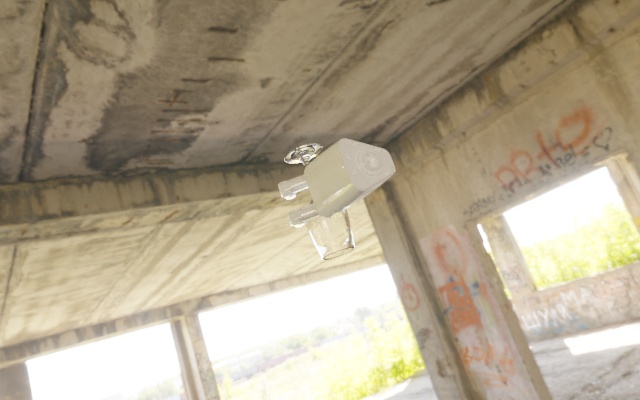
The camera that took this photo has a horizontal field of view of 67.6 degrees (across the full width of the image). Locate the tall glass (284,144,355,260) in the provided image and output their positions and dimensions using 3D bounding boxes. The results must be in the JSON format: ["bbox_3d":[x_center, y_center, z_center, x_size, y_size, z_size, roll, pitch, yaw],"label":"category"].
[{"bbox_3d":[0.000,0.002,0.861,0.079,0.201,0.079,-18,-15,-5],"label":"tall glass"}]
